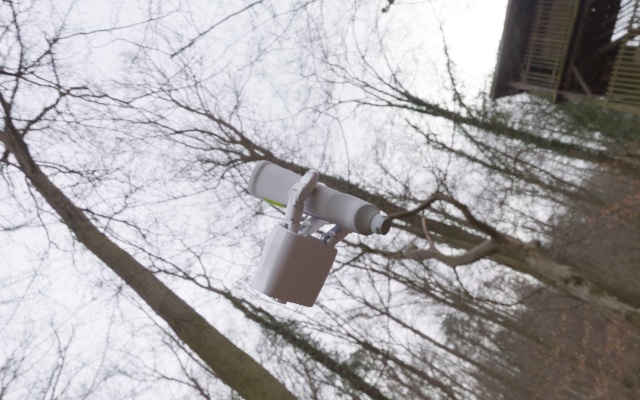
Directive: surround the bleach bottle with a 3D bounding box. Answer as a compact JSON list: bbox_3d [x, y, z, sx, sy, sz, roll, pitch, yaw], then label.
[{"bbox_3d":[0.000,0.003,0.781,0.250,0.068,0.102,20,-4,37],"label":"bleach bottle"}]
